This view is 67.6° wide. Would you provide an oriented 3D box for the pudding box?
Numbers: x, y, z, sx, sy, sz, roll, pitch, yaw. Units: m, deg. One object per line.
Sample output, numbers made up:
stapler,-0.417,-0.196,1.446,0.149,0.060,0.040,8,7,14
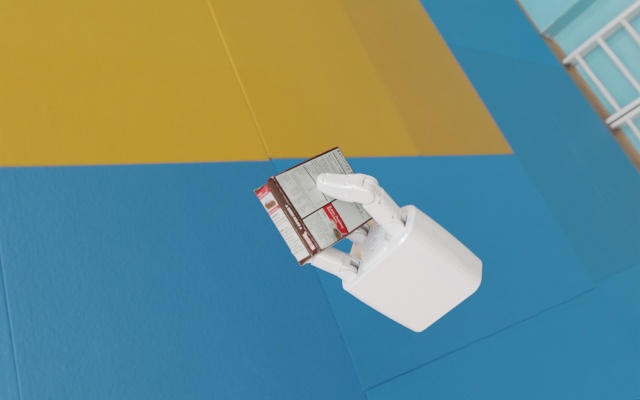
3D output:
pudding box,0.000,0.002,0.498,0.113,0.090,0.039,-29,-5,-47
